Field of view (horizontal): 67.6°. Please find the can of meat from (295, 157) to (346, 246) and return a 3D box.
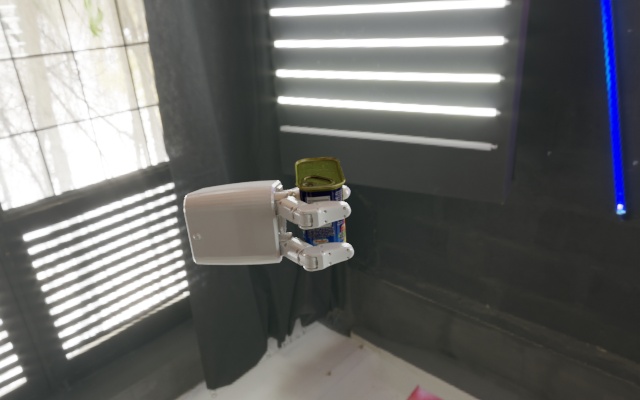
[{"bbox_3d":[0.000,0.002,0.594,0.057,0.084,0.102,-5,24,-2],"label":"can of meat"}]
